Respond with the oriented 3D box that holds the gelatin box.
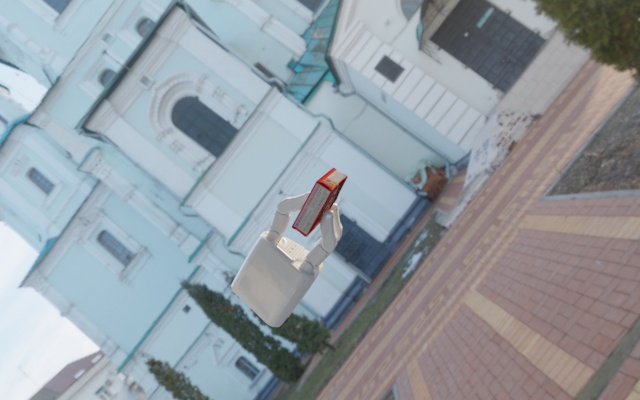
[{"bbox_3d":[0.000,0.002,0.708,0.030,0.089,0.073,33,27,8],"label":"gelatin box"}]
